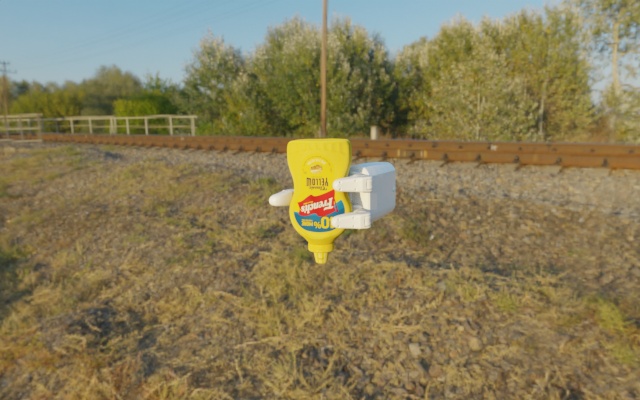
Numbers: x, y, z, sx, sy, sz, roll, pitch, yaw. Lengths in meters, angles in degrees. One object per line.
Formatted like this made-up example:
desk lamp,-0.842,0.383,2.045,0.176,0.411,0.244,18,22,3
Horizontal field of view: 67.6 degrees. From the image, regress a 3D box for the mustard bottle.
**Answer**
mustard bottle,0.000,0.002,0.734,0.096,0.191,0.058,1,10,10
